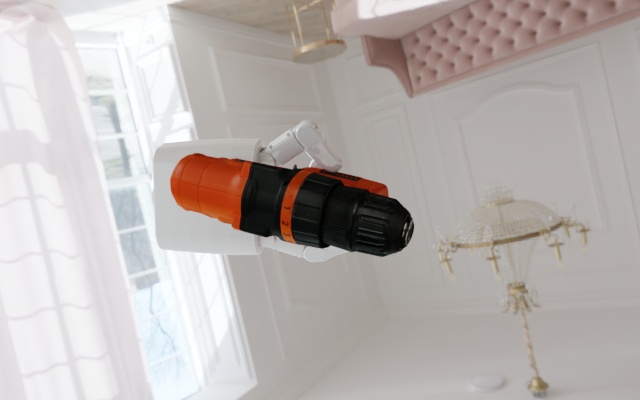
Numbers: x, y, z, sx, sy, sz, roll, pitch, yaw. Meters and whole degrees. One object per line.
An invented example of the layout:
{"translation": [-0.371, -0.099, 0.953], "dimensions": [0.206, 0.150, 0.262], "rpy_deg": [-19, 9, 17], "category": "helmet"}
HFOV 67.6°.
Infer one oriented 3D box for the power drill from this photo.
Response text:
{"translation": [0.000, 0.001, 0.401], "dimensions": [0.184, 0.057, 0.187], "rpy_deg": [15, 4, 21], "category": "power drill"}
